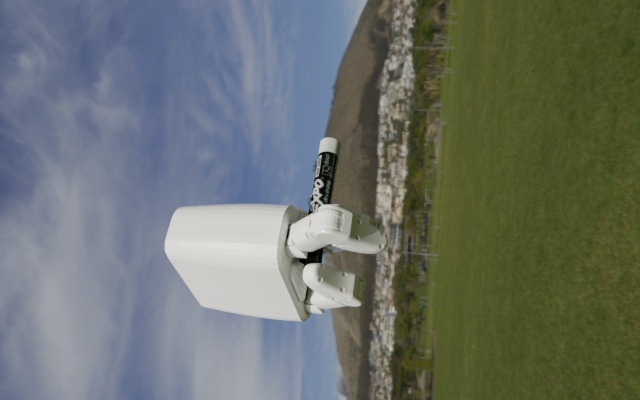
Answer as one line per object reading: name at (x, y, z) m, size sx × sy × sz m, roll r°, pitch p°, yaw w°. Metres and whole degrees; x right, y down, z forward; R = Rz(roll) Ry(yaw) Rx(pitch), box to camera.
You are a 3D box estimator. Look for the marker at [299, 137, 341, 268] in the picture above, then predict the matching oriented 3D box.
marker at (0.000, 0.001, 0.406) m, size 0.020 × 0.121 × 0.020 m, roll 8°, pitch -25°, yaw 4°
